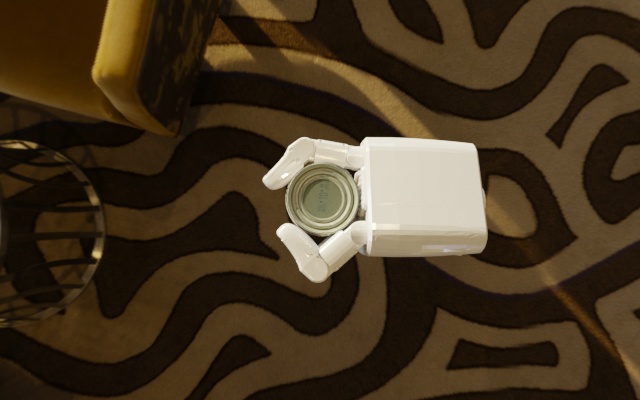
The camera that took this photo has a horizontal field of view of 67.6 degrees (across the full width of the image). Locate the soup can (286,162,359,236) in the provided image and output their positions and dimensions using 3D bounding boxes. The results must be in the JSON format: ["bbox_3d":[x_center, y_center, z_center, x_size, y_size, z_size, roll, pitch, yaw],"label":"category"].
[{"bbox_3d":[0.000,0.001,0.471,0.068,0.068,0.102,0,-3,-3],"label":"soup can"}]
